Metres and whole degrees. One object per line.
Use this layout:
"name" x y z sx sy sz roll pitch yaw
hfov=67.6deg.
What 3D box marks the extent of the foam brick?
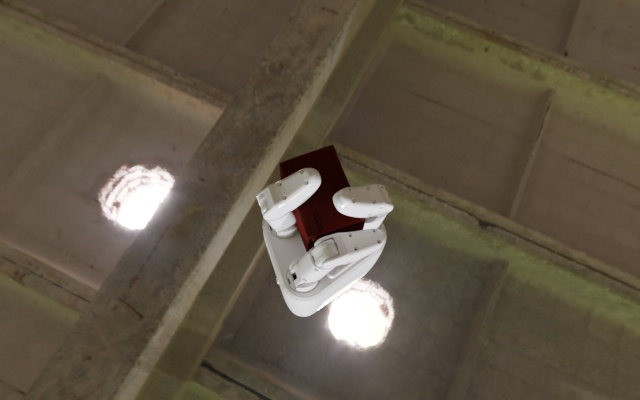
"foam brick" 0.000 0.001 0.427 0.053 0.078 0.051 -18 -21 -9
